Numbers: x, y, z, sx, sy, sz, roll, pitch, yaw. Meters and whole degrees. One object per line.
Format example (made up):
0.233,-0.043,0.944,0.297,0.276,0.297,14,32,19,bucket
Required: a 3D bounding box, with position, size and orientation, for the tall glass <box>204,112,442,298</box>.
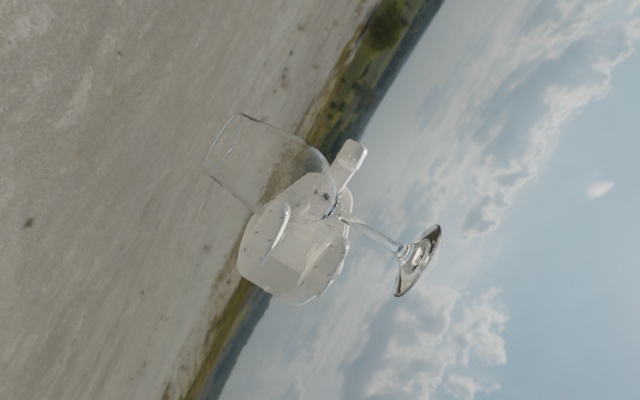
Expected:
0.001,0.002,0.419,0.201,0.079,0.079,32,-1,-1,tall glass
